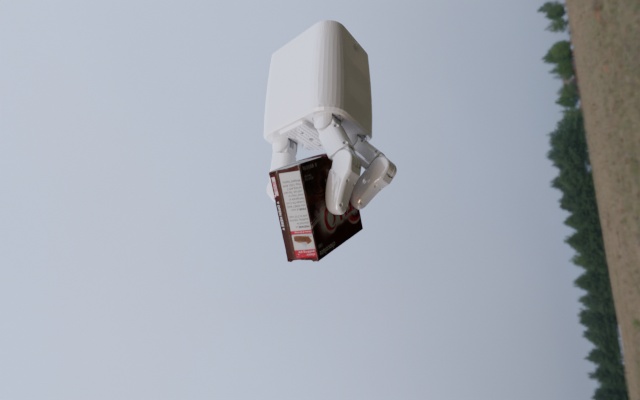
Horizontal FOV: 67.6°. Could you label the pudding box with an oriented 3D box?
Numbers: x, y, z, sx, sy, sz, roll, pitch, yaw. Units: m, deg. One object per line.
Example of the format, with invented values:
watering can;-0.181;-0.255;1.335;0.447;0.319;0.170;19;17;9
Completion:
pudding box;0.000;0.002;0.473;0.039;0.090;0.113;-7;9;30
